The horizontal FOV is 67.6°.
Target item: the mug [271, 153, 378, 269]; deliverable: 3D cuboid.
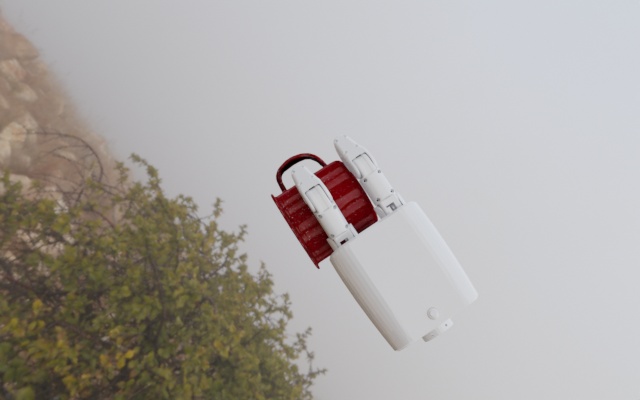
[{"bbox_3d":[-0.001,0.000,0.505,0.081,0.117,0.093,-33,-14,-3],"label":"mug"}]
